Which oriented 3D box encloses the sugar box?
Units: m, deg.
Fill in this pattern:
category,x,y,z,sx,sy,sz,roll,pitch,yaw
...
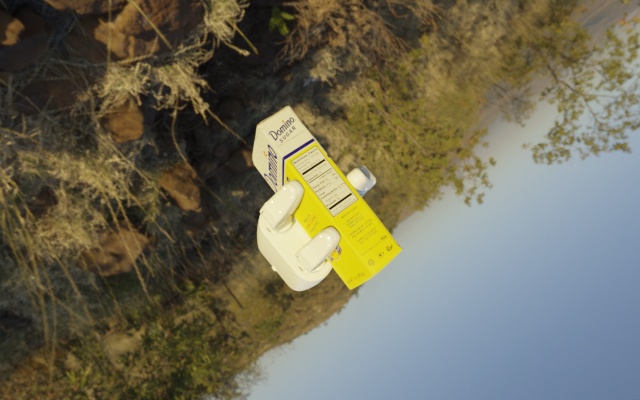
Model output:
category,x,y,z,sx,sy,sz,roll,pitch,yaw
sugar box,0.000,0.002,0.476,0.048,0.176,0.093,-38,-8,-20
